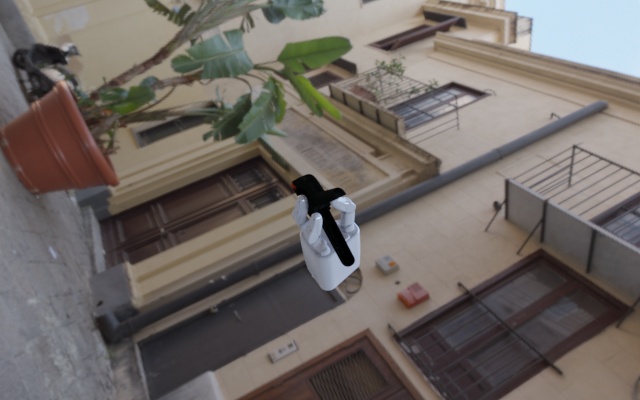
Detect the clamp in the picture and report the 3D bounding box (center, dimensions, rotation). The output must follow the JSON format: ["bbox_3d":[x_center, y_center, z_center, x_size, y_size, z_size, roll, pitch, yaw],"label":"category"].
[{"bbox_3d":[0.001,0.002,0.878,0.036,0.165,0.210,-22,44,-18],"label":"clamp"}]
